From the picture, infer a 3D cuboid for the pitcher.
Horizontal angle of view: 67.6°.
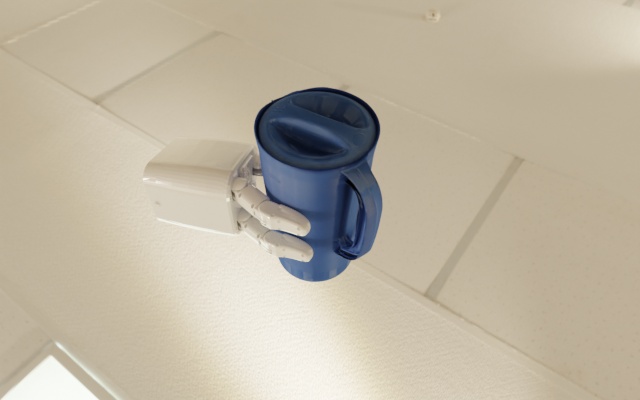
[{"bbox_3d":[0.000,0.002,0.581,0.145,0.149,0.243,8,-40,6],"label":"pitcher"}]
